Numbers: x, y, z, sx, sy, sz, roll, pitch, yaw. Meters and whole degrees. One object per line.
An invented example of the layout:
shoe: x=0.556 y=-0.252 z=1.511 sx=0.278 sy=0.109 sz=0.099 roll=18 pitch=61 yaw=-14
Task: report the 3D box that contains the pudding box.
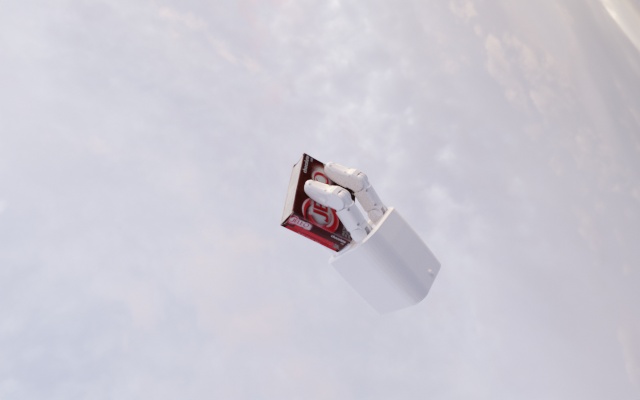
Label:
pudding box: x=0.000 y=0.002 z=0.639 sx=0.090 sy=0.113 sz=0.039 roll=27 pitch=-47 yaw=-21
